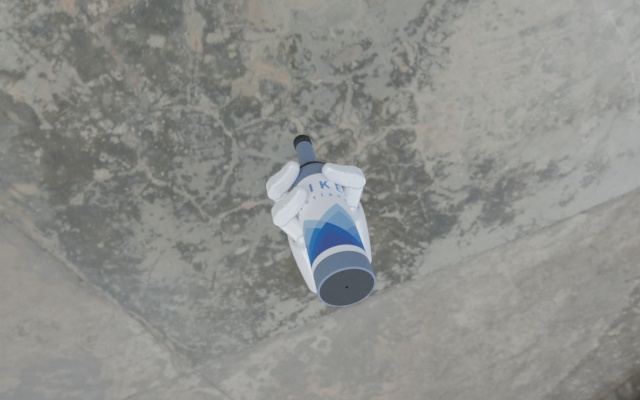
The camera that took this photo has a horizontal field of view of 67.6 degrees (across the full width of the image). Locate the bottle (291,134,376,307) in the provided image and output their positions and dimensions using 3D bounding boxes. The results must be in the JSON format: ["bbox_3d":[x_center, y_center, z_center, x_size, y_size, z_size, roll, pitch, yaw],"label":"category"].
[{"bbox_3d":[0.000,0.002,0.632,0.069,0.069,0.295,0,40,-15],"label":"bottle"}]
